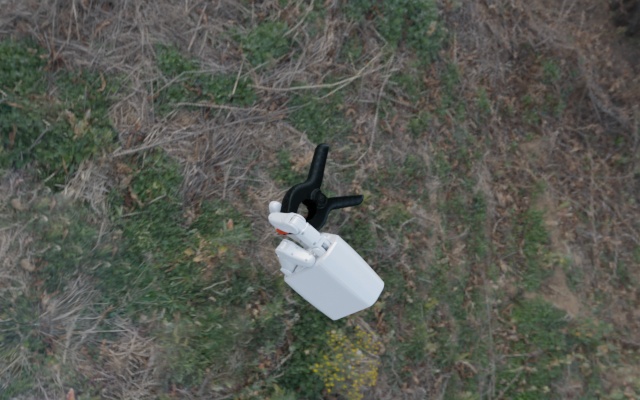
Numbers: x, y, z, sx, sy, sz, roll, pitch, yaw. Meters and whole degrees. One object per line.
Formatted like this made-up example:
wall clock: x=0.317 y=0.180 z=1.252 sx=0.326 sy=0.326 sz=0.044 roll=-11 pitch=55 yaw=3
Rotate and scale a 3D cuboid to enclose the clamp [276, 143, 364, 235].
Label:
clamp: x=0.000 y=0.002 z=0.756 sx=0.120 sy=0.171 sz=0.039 roll=43 pitch=-30 yaw=-13
